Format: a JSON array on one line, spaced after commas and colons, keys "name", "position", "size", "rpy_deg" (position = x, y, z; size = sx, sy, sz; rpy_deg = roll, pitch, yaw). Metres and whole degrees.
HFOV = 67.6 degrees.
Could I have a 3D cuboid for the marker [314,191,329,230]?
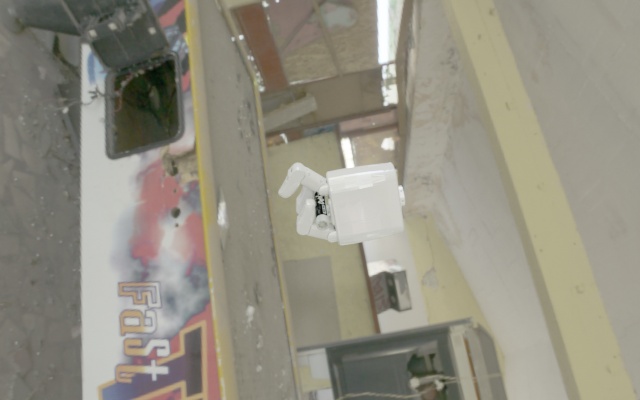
[{"name": "marker", "position": [0.000, 0.002, 0.732], "size": [0.020, 0.020, 0.121], "rpy_deg": [0, 34, -4]}]
